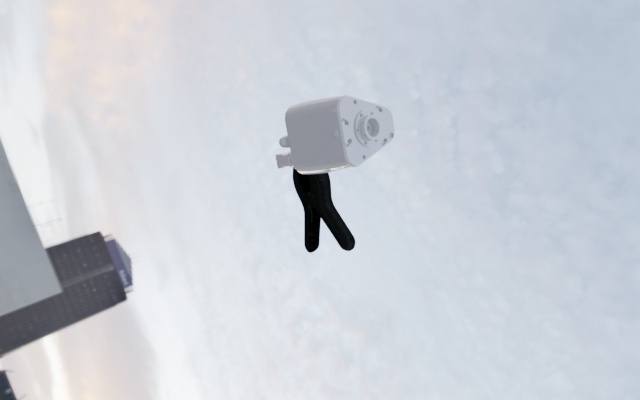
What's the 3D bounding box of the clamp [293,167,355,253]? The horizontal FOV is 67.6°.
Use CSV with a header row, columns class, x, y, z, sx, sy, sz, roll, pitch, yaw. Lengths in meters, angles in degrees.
class,x,y,z,sx,sy,sz,roll,pitch,yaw
clamp,0.000,0.002,0.717,0.039,0.171,0.120,-21,14,-38
